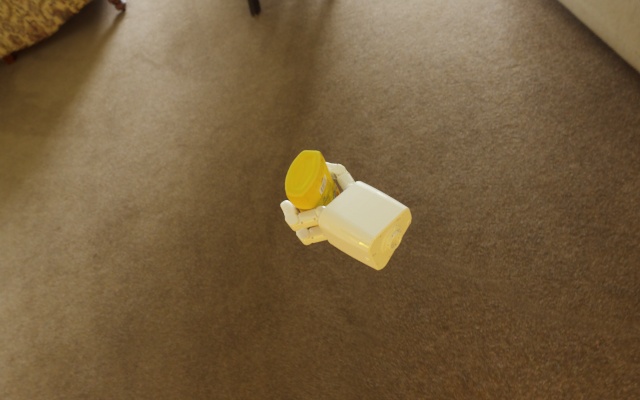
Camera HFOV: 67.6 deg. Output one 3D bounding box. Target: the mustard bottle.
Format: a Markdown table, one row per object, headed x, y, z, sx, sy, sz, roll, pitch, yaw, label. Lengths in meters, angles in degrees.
| x | y | z | sx | sy | sz | roll | pitch | yaw | label |
| --- | --- | --- | --- | --- | --- | --- | --- | --- | --- |
| 0.000 | 0.003 | 0.854 | 0.058 | 0.096 | 0.192 | 4 | -30 | 24 | mustard bottle |
